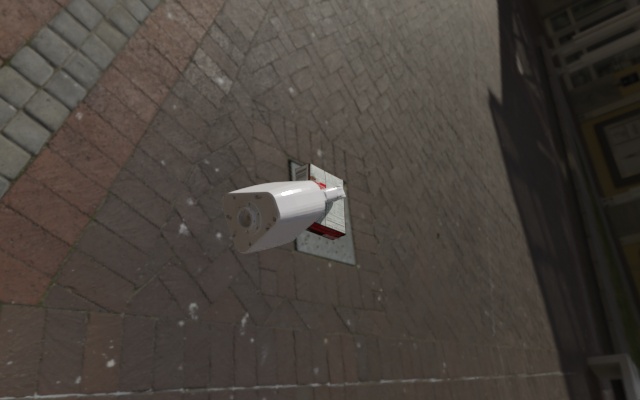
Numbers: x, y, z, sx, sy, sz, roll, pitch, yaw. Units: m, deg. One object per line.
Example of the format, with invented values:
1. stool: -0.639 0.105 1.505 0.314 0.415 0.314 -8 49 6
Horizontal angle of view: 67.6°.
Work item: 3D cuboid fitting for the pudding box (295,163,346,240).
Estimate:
1. pudding box: 0.000 0.003 0.816 0.039 0.113 0.090 -22 -33 38
